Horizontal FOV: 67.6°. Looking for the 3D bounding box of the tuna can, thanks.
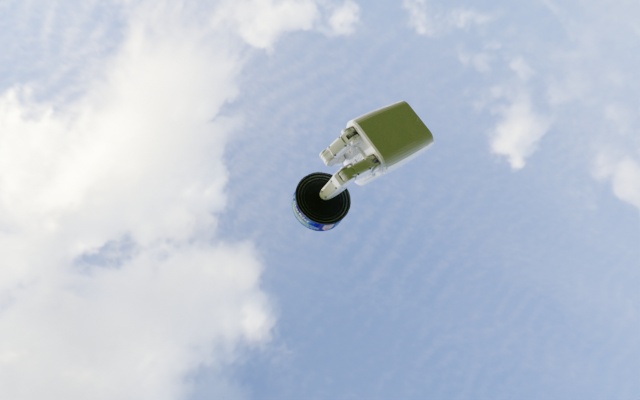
[{"bbox_3d":[0.000,0.003,0.721,0.086,0.086,0.034,0,-24,-17],"label":"tuna can"}]
